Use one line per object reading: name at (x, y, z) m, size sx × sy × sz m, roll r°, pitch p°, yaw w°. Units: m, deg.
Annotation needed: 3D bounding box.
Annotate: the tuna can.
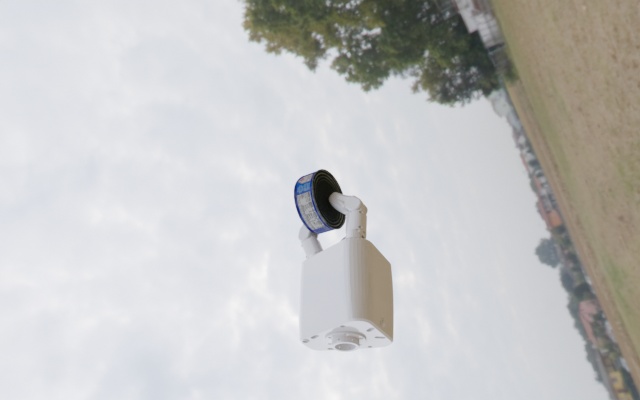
tuna can at (0.000, 0.002, 0.660) m, size 0.034 × 0.086 × 0.086 m, roll -18°, pitch -9°, yaw 28°
